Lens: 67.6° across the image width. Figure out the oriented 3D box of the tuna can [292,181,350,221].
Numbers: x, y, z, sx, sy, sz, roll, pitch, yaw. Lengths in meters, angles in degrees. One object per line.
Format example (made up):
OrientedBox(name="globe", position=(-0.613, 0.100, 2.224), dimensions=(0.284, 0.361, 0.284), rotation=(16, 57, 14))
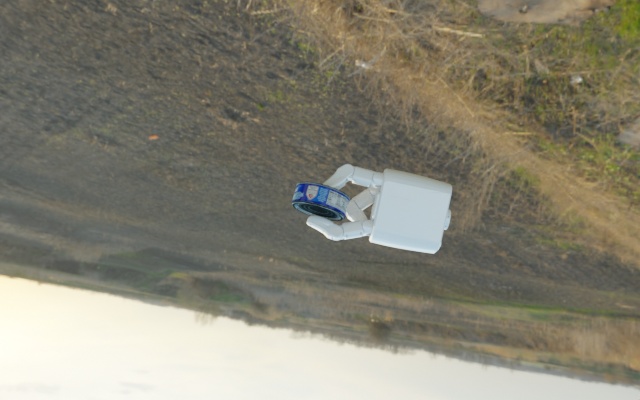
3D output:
OrientedBox(name="tuna can", position=(0.000, 0.003, 0.729), dimensions=(0.086, 0.033, 0.086), rotation=(15, -14, 4))
